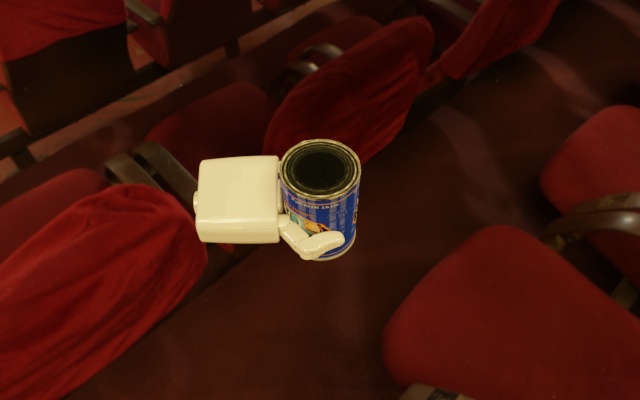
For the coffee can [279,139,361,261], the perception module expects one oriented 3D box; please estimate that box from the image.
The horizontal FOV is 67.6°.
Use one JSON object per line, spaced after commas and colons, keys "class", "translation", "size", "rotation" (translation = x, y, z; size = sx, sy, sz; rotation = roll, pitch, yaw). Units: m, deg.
{"class": "coffee can", "translation": [0.000, 0.002, 0.650], "size": [0.103, 0.102, 0.140], "rotation": [0, -38, 0]}
